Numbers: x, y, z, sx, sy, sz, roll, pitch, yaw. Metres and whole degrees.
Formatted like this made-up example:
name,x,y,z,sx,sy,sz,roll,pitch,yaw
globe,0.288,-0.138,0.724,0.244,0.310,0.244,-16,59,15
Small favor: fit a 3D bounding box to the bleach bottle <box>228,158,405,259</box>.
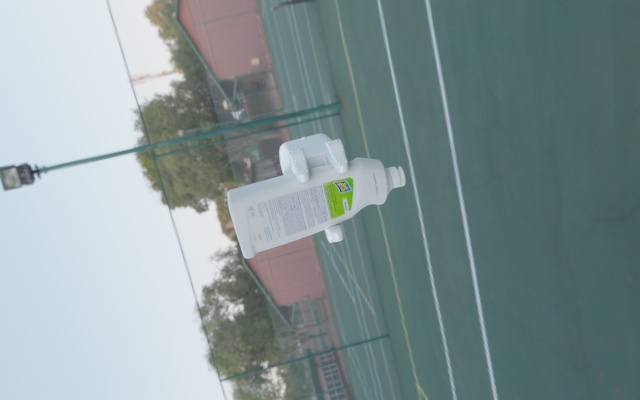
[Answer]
name,x,y,z,sx,sy,sz,roll,pitch,yaw
bleach bottle,0.000,0.002,0.690,0.251,0.103,0.068,-14,26,-5
